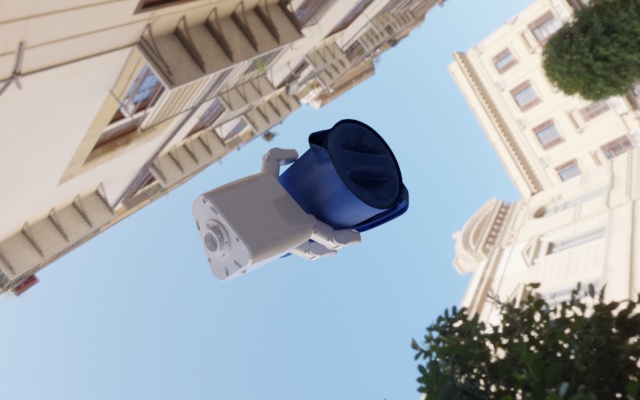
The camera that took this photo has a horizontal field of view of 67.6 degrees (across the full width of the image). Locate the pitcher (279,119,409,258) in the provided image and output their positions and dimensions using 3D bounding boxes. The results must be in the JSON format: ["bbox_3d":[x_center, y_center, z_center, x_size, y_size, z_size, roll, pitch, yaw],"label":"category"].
[{"bbox_3d":[0.000,0.002,0.704,0.145,0.149,0.243,-24,-7,-47],"label":"pitcher"}]
